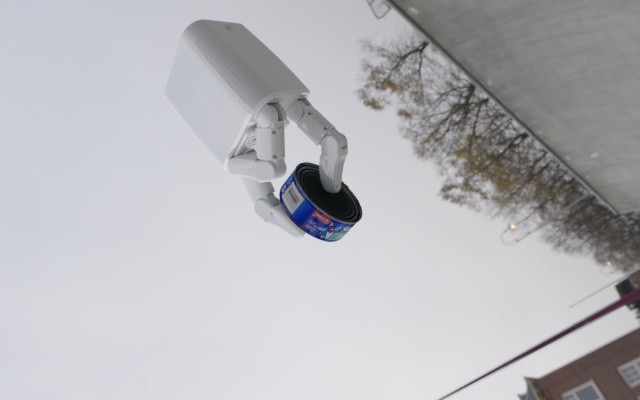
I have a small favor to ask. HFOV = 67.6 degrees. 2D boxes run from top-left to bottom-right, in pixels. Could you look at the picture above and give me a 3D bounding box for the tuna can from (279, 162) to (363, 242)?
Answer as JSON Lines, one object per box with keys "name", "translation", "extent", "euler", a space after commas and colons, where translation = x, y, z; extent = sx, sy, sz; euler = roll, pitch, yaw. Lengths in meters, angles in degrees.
{"name": "tuna can", "translation": [0.000, 0.002, 0.496], "extent": [0.086, 0.086, 0.034], "euler": [0, -43, -52]}
